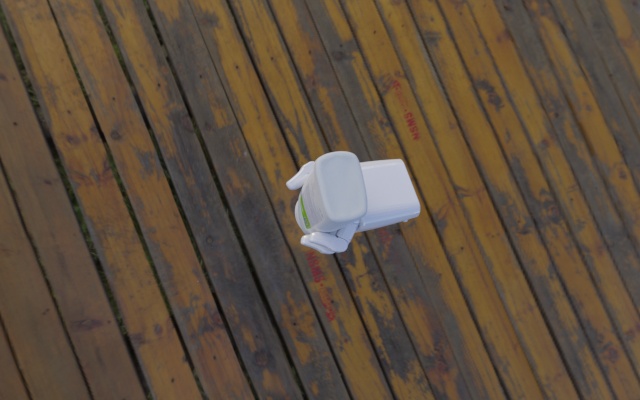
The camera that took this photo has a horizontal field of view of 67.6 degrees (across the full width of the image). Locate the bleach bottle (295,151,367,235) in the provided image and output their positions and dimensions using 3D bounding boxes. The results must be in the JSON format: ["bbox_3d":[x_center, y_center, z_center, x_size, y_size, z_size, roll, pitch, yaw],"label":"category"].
[{"bbox_3d":[0.000,0.003,0.765,0.068,0.102,0.251,-10,-7,-16],"label":"bleach bottle"}]
